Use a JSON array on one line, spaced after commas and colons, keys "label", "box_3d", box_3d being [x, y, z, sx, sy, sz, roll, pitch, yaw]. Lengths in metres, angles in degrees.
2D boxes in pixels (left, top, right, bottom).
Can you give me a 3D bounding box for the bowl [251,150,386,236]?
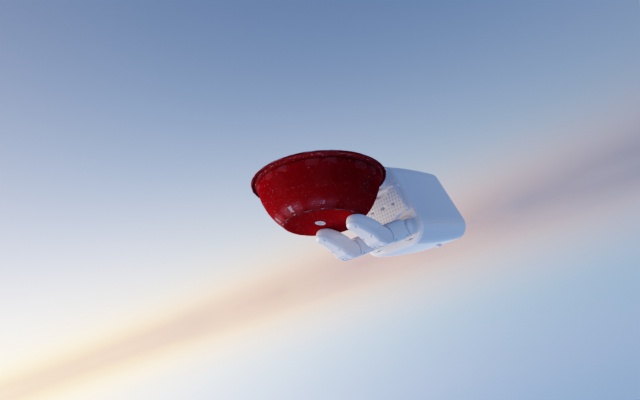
[{"label": "bowl", "box_3d": [-0.001, 0.002, 0.561, 0.162, 0.055, 0.162, -4, -22, -2]}]
